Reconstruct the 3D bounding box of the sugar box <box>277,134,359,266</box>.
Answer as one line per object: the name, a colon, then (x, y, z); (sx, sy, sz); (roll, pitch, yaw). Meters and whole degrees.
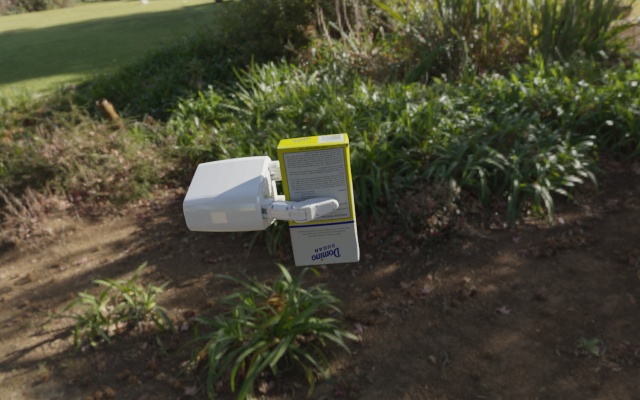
sugar box: (0.000, 0.002, 0.655); (0.093, 0.176, 0.048); (-4, 25, 5)
